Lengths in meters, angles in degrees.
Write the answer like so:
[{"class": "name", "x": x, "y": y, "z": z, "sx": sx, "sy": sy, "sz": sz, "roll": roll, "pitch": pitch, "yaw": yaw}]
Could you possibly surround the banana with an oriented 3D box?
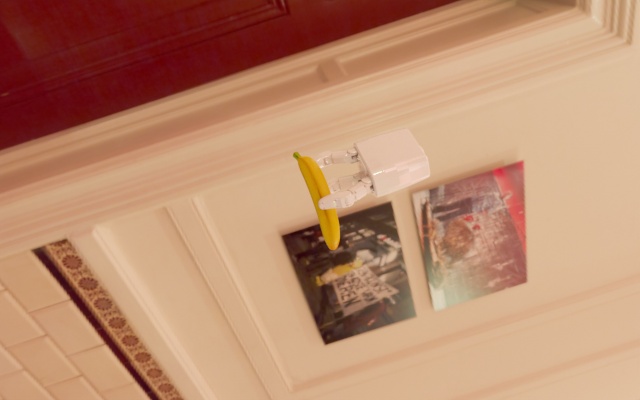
[{"class": "banana", "x": 0.002, "y": 0.001, "z": 0.867, "sx": 0.037, "sy": 0.198, "sz": 0.069, "roll": -21, "pitch": 7, "yaw": -7}]
